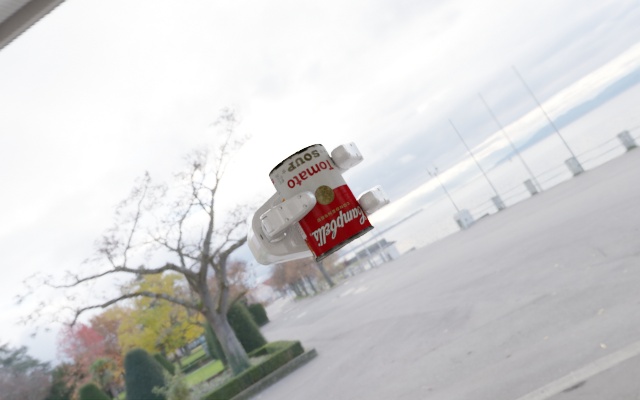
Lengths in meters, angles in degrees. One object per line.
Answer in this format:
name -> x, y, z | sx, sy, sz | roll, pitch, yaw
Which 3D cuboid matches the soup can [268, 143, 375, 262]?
soup can -> 0.000, 0.001, 0.484 | 0.068, 0.102, 0.068 | -30, -7, -4
